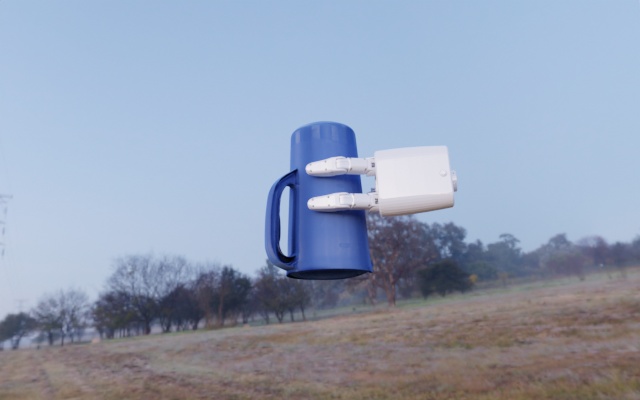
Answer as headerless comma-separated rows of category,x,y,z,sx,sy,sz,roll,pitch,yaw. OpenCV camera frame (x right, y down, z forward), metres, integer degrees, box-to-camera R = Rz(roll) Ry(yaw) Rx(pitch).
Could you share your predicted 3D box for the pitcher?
pitcher,0.000,0.002,0.753,0.145,0.242,0.149,-6,-16,12
